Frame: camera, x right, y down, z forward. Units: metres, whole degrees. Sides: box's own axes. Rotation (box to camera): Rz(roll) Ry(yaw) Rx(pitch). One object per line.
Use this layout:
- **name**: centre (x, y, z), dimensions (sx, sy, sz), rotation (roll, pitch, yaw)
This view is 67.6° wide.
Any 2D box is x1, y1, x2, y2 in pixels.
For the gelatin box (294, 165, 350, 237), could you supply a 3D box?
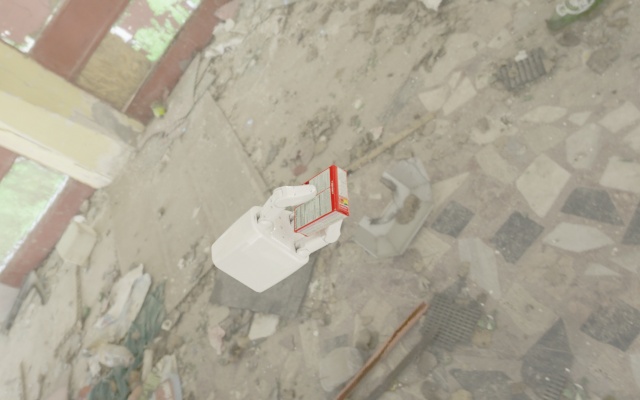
- **gelatin box**: centre (0.000, 0.002, 0.676), dimensions (0.030, 0.073, 0.089), rotation (23, -38, -36)
